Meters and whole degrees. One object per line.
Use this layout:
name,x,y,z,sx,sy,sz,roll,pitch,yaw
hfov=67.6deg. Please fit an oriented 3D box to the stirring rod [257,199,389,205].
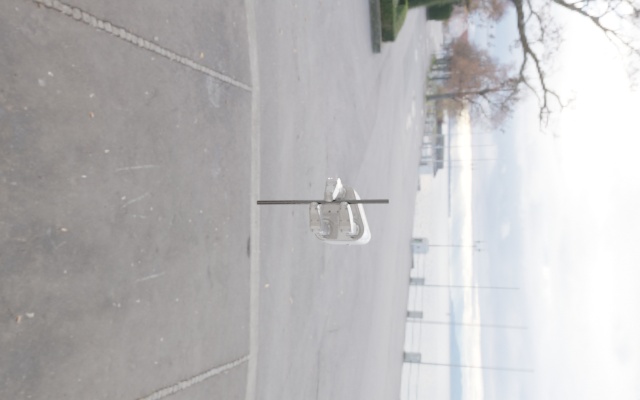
stirring rod,0.000,0.003,0.847,0.239,0.011,0.011,-1,0,15
